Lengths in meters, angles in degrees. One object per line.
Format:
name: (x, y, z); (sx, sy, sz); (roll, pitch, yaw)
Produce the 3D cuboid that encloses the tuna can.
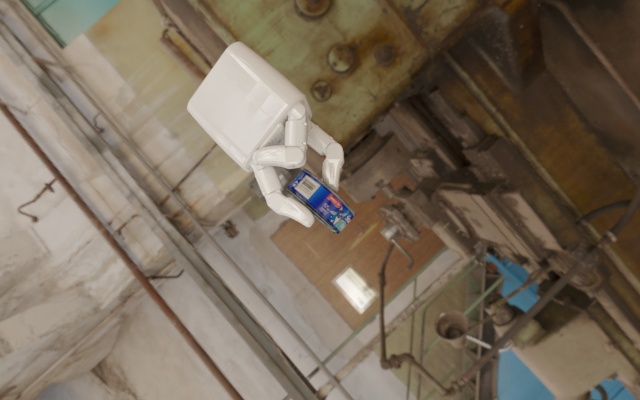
tuna can: (0.000, 0.002, 0.580); (0.086, 0.034, 0.086); (41, -4, 4)
